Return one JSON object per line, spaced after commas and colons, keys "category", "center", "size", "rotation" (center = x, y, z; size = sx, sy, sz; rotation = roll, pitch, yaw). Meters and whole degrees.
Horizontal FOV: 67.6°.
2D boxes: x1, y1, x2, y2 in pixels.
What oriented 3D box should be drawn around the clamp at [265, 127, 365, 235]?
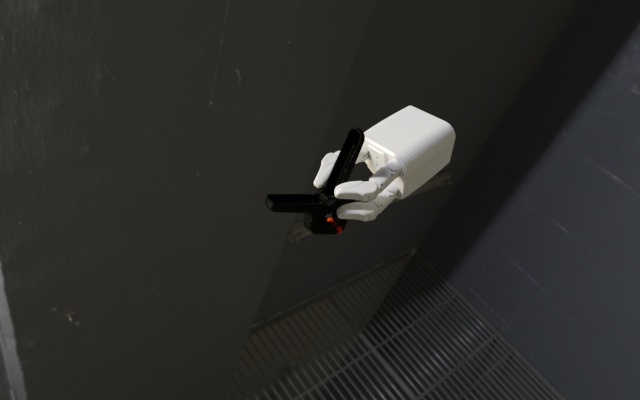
{"category": "clamp", "center": [0.000, 0.002, 0.707], "size": [0.164, 0.036, 0.210], "rotation": [-35, -29, -16]}
